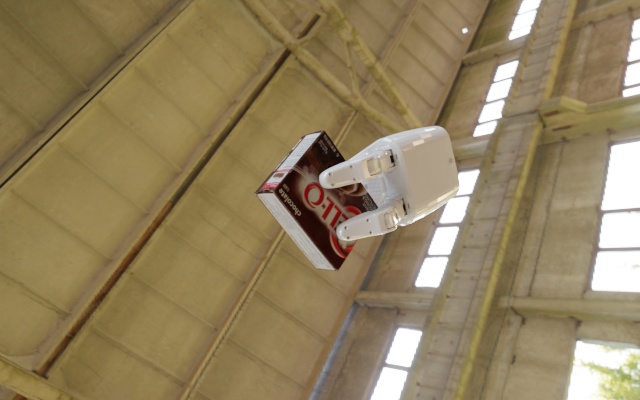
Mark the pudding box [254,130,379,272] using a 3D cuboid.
[{"bbox_3d":[0.000,0.002,0.481,0.039,0.113,0.090,-8,38,49],"label":"pudding box"}]
